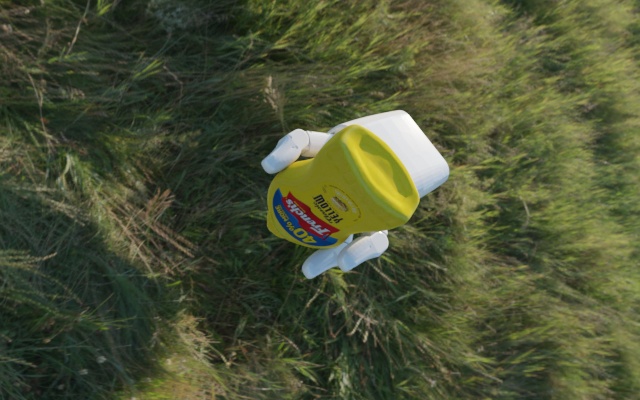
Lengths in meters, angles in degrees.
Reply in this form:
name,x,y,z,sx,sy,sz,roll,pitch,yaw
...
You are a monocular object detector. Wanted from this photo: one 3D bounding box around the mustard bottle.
name,x,y,z,sx,sy,sz,roll,pitch,yaw
mustard bottle,0.000,0.002,0.476,0.192,0.096,0.058,-26,22,51
